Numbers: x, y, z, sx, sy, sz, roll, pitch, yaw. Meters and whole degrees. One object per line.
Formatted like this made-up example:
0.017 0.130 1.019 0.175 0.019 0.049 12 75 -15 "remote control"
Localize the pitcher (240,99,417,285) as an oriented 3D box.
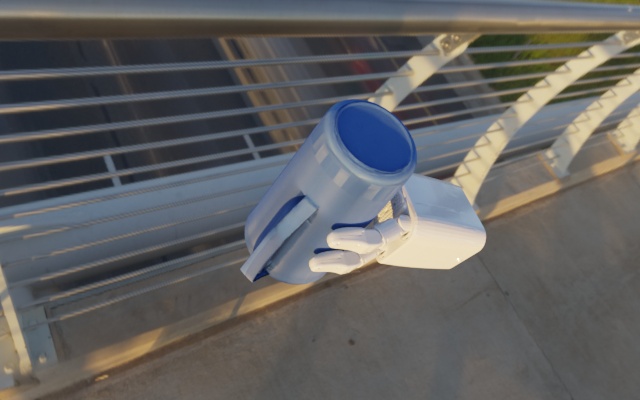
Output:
0.000 0.002 0.561 0.145 0.149 0.243 10 -34 -21 "pitcher"
